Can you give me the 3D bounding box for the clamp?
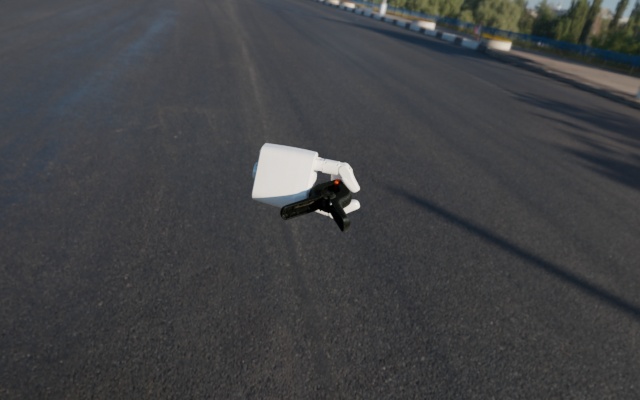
[{"bbox_3d":[0.000,0.002,0.855,0.120,0.039,0.171,12,23,4],"label":"clamp"}]
